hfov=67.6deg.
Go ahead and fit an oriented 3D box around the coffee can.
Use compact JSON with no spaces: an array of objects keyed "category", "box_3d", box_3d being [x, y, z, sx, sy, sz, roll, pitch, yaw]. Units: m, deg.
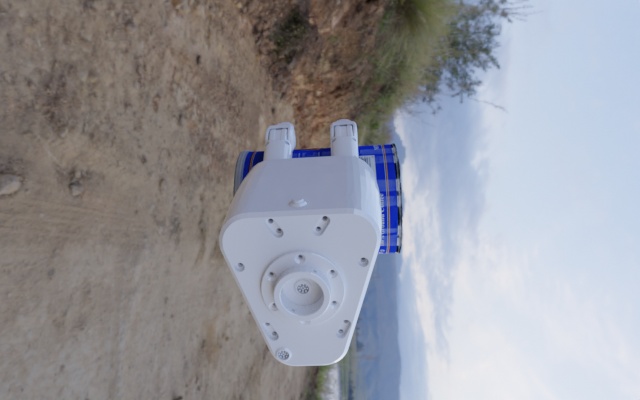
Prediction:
[{"category":"coffee can","box_3d":[0.000,0.001,0.444,0.140,0.103,0.103,-3,0,3]}]
